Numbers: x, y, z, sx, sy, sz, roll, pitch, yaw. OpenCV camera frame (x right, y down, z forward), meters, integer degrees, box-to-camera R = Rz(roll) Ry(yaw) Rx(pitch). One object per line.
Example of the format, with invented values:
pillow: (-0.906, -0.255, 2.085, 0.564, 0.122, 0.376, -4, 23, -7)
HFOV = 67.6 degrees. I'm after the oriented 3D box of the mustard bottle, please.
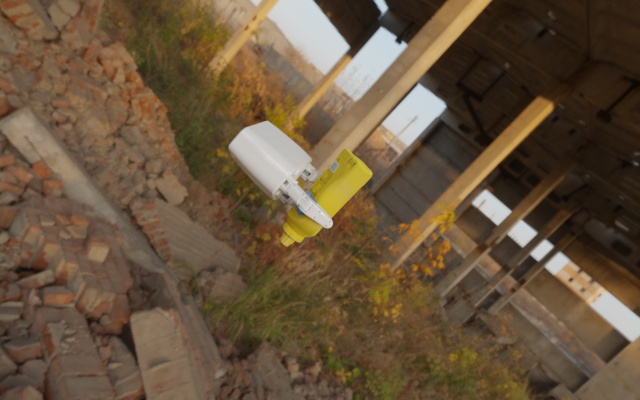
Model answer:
mustard bottle: (0.001, 0.003, 0.800, 0.058, 0.191, 0.096, 39, 9, -22)
